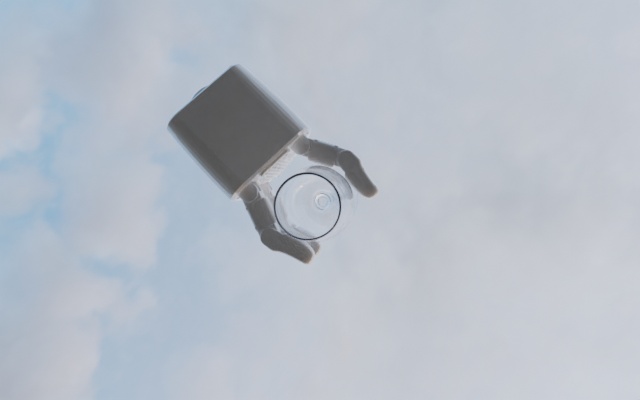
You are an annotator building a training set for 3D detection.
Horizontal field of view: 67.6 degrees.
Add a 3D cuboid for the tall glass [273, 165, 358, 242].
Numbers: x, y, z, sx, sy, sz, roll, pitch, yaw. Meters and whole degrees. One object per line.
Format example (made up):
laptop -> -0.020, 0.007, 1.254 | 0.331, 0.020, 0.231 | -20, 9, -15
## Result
tall glass -> 0.000, 0.002, 0.525 | 0.079, 0.079, 0.201 | 0, 2, 7
